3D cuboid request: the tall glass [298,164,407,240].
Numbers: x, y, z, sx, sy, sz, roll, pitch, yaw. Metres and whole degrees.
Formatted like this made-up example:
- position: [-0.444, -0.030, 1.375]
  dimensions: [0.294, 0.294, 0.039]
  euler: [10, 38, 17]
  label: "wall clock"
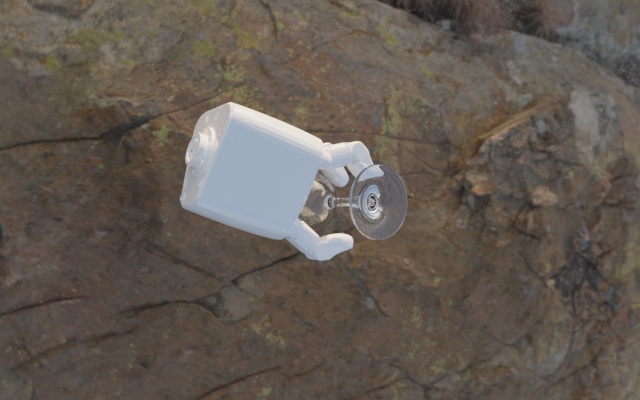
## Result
- position: [0.001, 0.002, 0.543]
  dimensions: [0.079, 0.079, 0.201]
  euler: [0, 0, -35]
  label: "tall glass"
